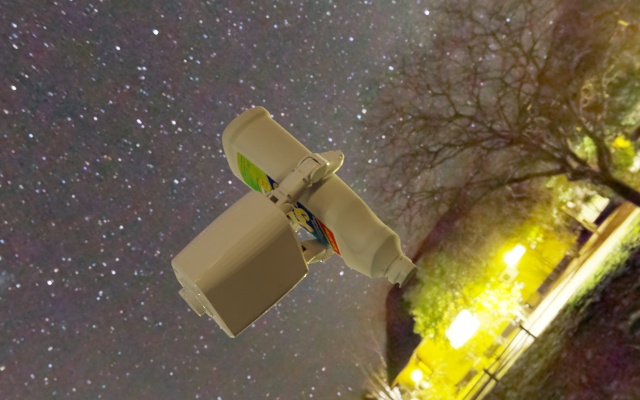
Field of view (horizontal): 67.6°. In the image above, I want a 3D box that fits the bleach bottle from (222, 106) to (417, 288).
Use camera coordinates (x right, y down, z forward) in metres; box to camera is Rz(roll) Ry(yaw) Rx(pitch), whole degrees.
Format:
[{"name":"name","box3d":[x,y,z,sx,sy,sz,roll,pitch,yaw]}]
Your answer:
[{"name":"bleach bottle","box3d":[0.000,0.002,0.530,0.250,0.068,0.103,39,-24,22]}]
